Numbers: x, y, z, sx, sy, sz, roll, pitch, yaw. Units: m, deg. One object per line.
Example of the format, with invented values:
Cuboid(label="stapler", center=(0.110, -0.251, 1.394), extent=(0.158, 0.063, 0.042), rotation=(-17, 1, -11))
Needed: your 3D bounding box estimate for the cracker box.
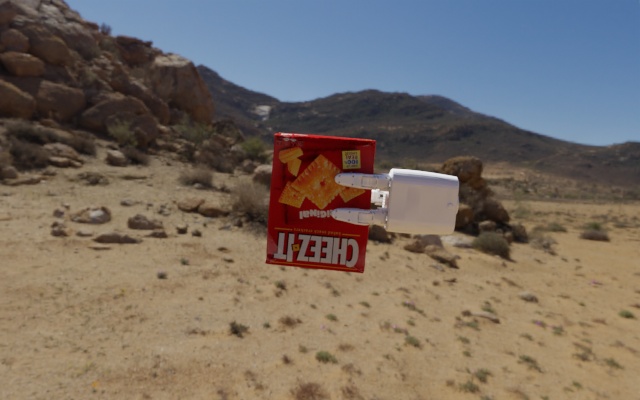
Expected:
Cuboid(label="cracker box", center=(0.000, 0.002, 0.781), extent=(0.164, 0.214, 0.072), rotation=(5, 4, 3))
